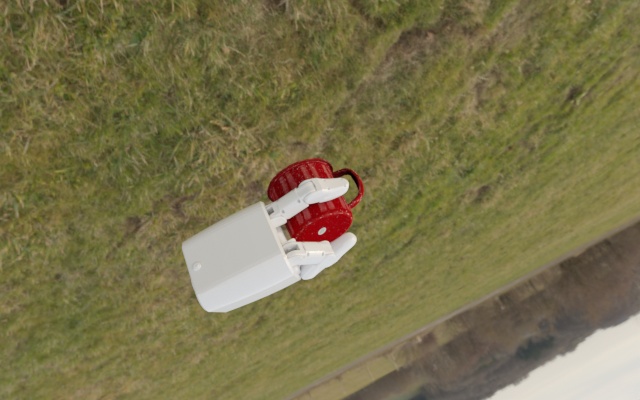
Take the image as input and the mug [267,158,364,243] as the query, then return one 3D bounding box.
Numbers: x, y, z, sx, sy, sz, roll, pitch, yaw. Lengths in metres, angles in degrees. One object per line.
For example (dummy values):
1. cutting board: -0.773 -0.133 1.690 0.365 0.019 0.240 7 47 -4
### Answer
1. mug: 0.001 0.002 0.605 0.117 0.081 0.093 -26 -29 -1
